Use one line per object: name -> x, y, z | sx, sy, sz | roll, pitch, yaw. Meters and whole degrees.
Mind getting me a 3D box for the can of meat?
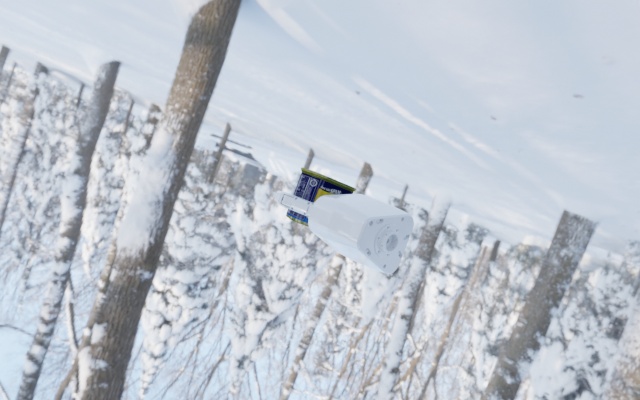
can of meat -> 0.000, 0.003, 0.775 | 0.057, 0.084, 0.102 | 22, 2, 44
